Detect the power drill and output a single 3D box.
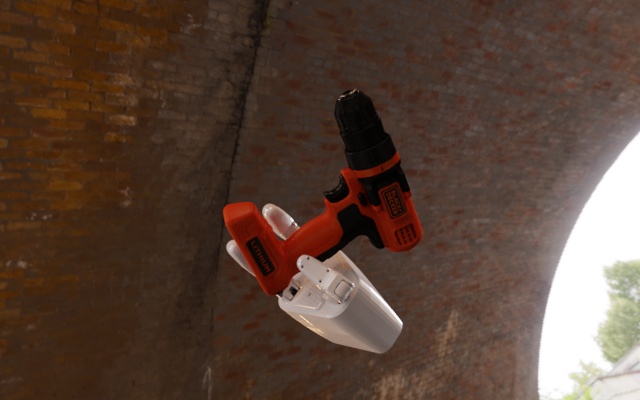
[{"bbox_3d":[0.000,0.002,0.493,0.187,0.184,0.057,-25,20,-1],"label":"power drill"}]
